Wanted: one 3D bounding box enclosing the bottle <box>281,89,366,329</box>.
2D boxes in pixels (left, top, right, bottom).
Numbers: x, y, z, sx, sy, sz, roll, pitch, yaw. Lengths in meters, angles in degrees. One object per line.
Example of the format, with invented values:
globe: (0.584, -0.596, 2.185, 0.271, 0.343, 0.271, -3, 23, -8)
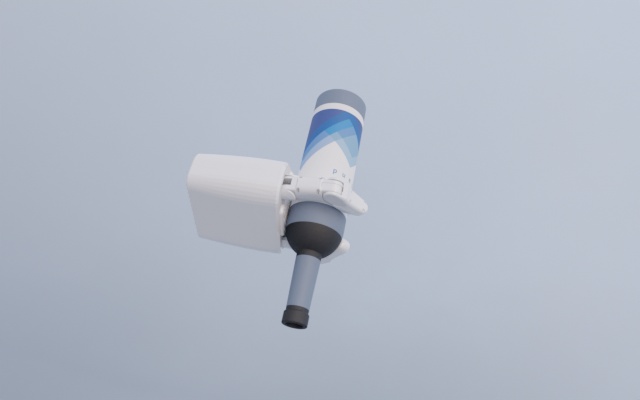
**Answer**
bottle: (0.000, 0.002, 0.558, 0.069, 0.295, 0.069, 9, -29, 5)
